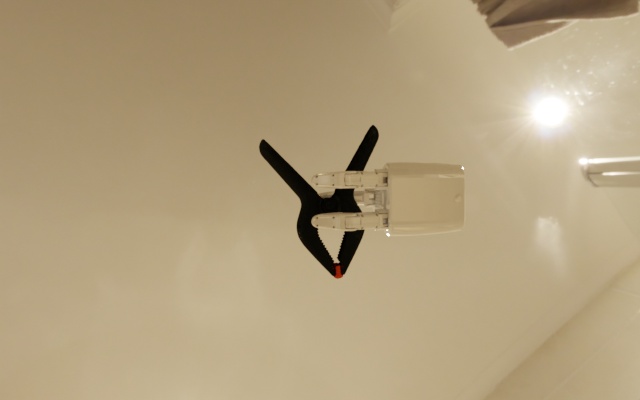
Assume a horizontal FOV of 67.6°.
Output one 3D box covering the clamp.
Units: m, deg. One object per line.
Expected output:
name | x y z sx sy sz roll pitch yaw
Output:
clamp | 0.000 0.003 0.658 0.164 0.210 0.036 -1 3 -4
